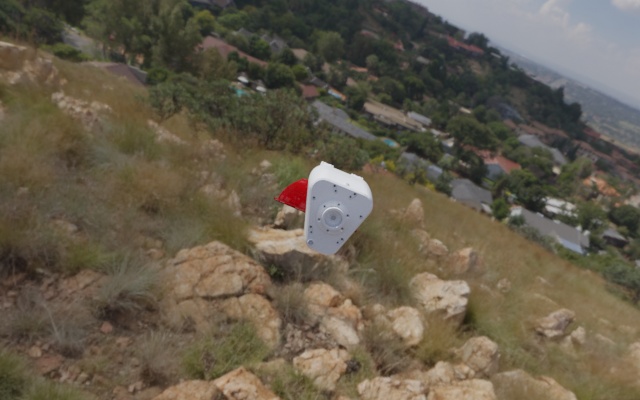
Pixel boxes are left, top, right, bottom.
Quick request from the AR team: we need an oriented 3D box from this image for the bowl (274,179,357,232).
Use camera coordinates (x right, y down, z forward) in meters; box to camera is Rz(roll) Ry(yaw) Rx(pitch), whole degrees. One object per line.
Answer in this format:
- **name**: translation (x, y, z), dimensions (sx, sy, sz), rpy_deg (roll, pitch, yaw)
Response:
- **bowl**: translation (0.000, 0.002, 0.862), dimensions (0.162, 0.055, 0.162), rpy_deg (22, -1, 0)
